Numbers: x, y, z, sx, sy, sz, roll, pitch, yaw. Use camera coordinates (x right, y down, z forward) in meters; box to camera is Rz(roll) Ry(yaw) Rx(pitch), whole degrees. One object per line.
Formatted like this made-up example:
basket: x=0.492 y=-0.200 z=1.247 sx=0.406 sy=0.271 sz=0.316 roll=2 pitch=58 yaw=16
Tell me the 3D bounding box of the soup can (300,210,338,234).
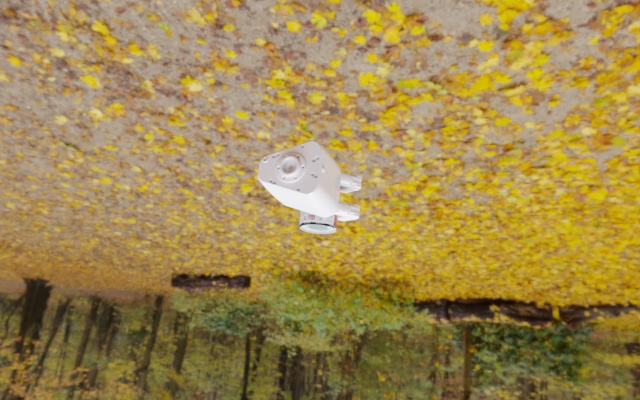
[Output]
soup can: x=0.000 y=0.003 z=0.859 sx=0.068 sy=0.102 sz=0.068 roll=5 pitch=-17 yaw=1
